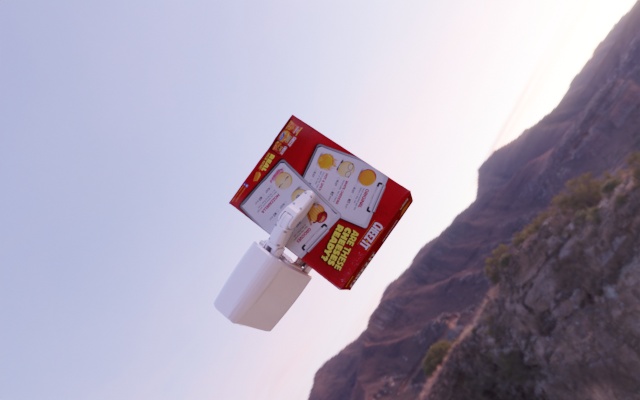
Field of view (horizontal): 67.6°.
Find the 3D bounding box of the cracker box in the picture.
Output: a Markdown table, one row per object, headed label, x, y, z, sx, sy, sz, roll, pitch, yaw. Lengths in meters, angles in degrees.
| label | x | y | z | sx | sy | sz | roll | pitch | yaw |
| --- | --- | --- | --- | --- | --- | --- | --- | --- | --- |
| cracker box | 0.000 | 0.002 | 0.693 | 0.213 | 0.164 | 0.072 | 35 | 0 | 19 |
